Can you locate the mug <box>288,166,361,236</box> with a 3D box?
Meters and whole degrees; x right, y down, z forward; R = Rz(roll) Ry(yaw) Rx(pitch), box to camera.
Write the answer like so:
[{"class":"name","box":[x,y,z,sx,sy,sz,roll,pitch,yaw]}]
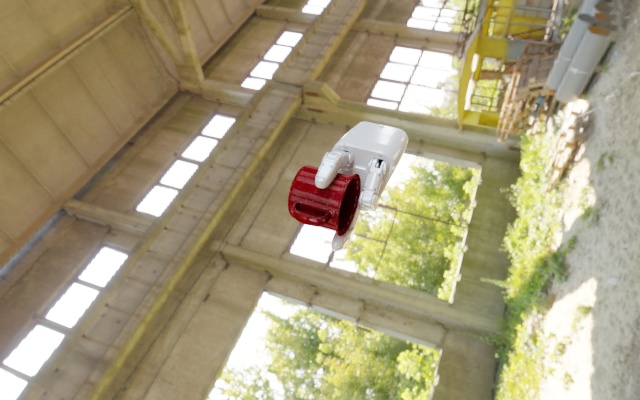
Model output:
[{"class":"mug","box":[-0.001,0.003,0.684,0.081,0.093,0.117,16,35,18]}]
